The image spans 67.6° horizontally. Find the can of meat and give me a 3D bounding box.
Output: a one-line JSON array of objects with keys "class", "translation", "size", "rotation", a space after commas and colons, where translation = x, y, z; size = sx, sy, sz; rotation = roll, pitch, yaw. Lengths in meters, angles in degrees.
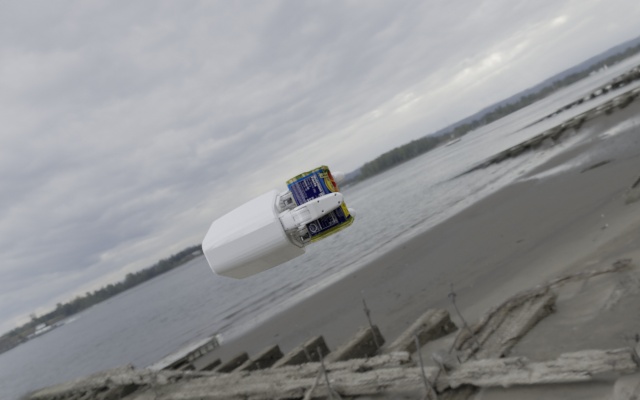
[{"class": "can of meat", "translation": [0.000, 0.002, 0.626], "size": [0.057, 0.084, 0.102], "rotation": [-25, 0, 7]}]
